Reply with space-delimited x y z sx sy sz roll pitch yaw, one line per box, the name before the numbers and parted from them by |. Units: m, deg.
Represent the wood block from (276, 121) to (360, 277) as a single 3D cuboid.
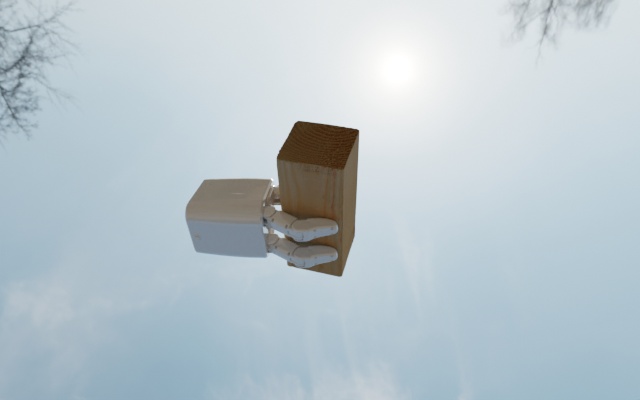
wood block | 0.000 0.002 0.676 0.090 0.206 0.090 10 45 12
